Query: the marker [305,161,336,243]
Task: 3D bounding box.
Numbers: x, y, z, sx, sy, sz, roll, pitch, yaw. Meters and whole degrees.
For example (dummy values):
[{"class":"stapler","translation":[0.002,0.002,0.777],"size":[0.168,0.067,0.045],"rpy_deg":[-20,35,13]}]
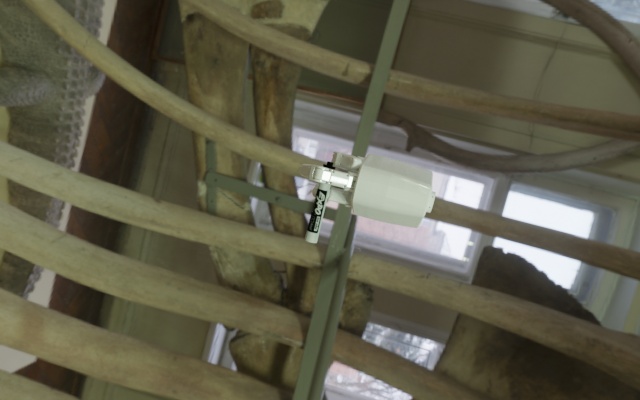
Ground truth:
[{"class":"marker","translation":[0.000,0.002,0.699],"size":[0.020,0.121,0.020],"rpy_deg":[14,5,-1]}]
